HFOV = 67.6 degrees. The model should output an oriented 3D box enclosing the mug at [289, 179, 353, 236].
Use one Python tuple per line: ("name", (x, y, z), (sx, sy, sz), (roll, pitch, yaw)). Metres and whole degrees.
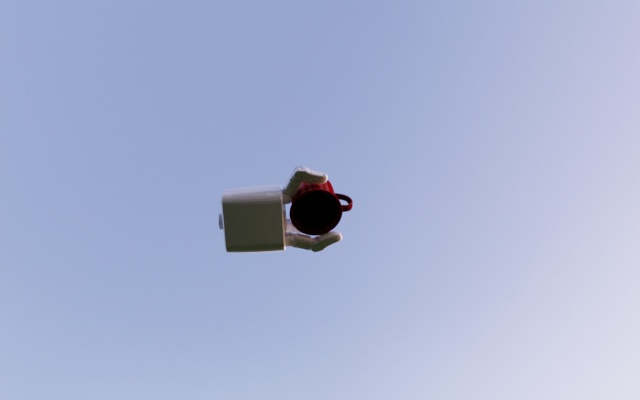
("mug", (0.002, 0.003, 0.865), (0.117, 0.093, 0.081), (-3, 28, -5))
